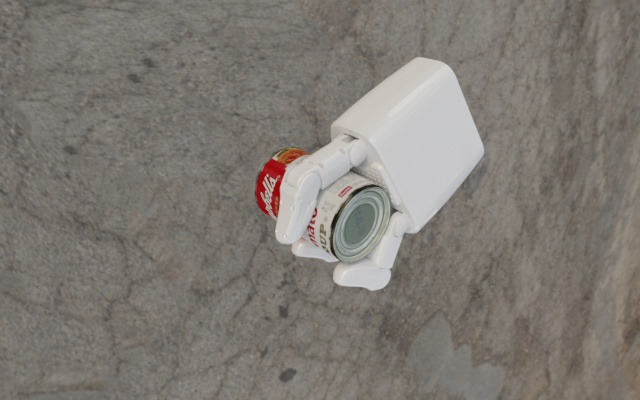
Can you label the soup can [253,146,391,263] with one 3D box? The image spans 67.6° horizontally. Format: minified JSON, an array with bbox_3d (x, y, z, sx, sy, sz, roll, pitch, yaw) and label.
[{"bbox_3d":[0.000,0.002,0.404,0.068,0.068,0.102,0,21,-46],"label":"soup can"}]
